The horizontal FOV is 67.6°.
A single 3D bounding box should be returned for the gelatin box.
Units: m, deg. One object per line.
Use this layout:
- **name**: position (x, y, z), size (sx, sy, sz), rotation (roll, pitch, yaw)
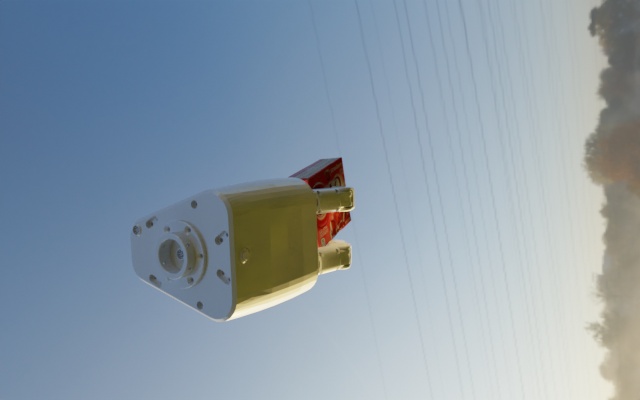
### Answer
- **gelatin box**: position (0.000, 0.002, 0.487), size (0.030, 0.073, 0.089), rotation (-2, 17, 25)
